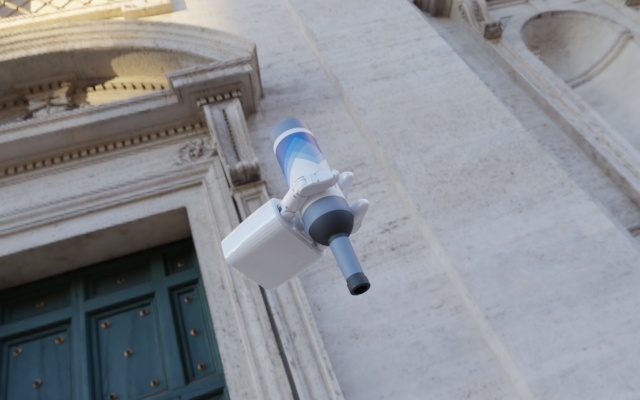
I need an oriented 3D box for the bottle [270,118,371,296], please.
[{"bbox_3d":[0.000,0.002,0.672,0.069,0.295,0.069,-15,-37,-12],"label":"bottle"}]
